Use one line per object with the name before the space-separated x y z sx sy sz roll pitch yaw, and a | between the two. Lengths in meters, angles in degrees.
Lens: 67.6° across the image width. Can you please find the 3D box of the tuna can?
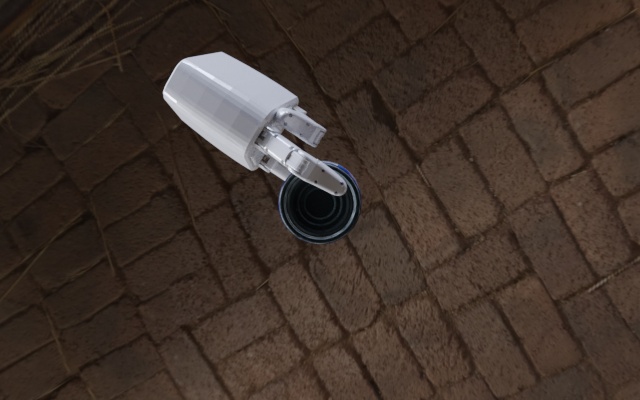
tuna can | 0.000 0.002 0.495 0.086 0.086 0.033 0 6 3
